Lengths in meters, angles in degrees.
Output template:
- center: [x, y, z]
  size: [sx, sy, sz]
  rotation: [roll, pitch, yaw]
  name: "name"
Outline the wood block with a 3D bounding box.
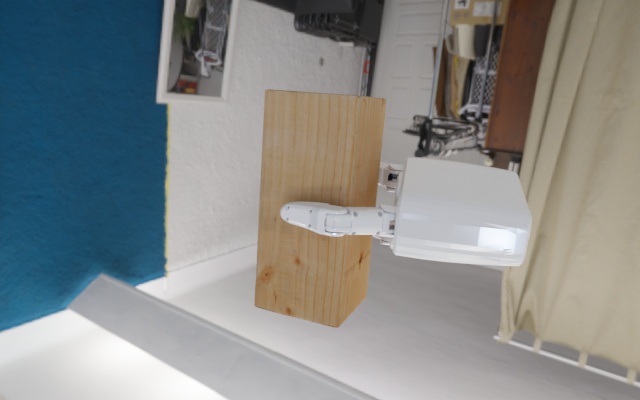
- center: [0.000, 0.002, 0.462]
  size: [0.090, 0.206, 0.091]
  rotation: [9, 13, 22]
  name: "wood block"
